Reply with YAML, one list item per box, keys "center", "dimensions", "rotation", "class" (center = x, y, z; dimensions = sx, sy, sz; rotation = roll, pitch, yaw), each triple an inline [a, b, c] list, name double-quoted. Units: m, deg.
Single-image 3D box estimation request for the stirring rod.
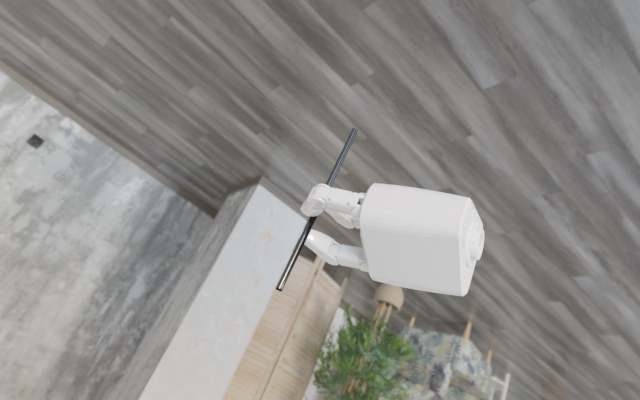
- center: [0.000, 0.002, 0.579]
  dimensions: [0.011, 0.239, 0.011]
  rotation: [20, -29, 11]
  class: "stirring rod"
